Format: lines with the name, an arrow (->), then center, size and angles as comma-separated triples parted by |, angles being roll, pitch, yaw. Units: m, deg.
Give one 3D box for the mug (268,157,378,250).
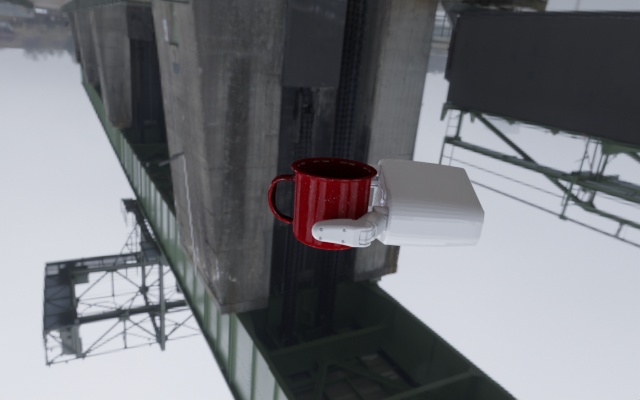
mug -> -0.001, 0.002, 0.526 | 0.117, 0.081, 0.093 | 4, 18, -1
